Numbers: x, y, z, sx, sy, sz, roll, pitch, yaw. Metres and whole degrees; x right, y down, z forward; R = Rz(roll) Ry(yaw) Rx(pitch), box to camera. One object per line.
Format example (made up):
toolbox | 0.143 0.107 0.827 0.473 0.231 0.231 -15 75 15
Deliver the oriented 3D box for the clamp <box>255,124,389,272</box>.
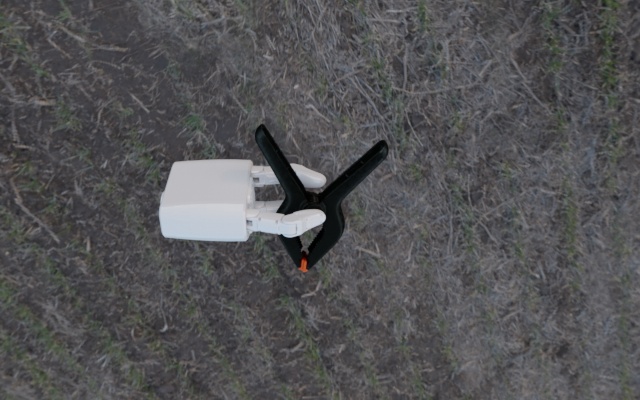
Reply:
clamp | 0.000 0.003 0.626 0.164 0.210 0.036 1 29 -1
